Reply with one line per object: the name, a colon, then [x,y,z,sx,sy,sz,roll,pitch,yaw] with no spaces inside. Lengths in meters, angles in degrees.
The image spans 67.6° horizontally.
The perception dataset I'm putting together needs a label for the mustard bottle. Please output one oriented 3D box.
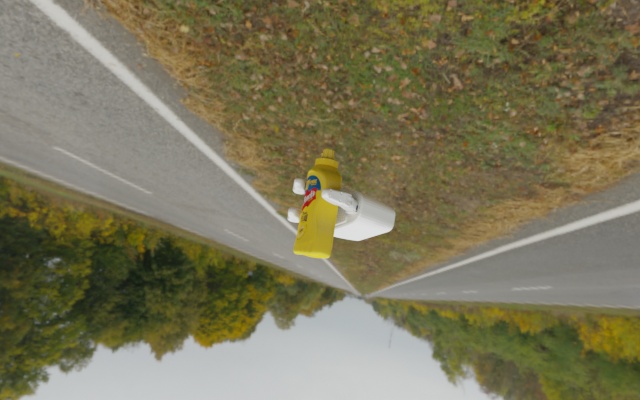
mustard bottle: [0.000,0.003,0.836,0.058,0.191,0.096,13,-10,-18]
